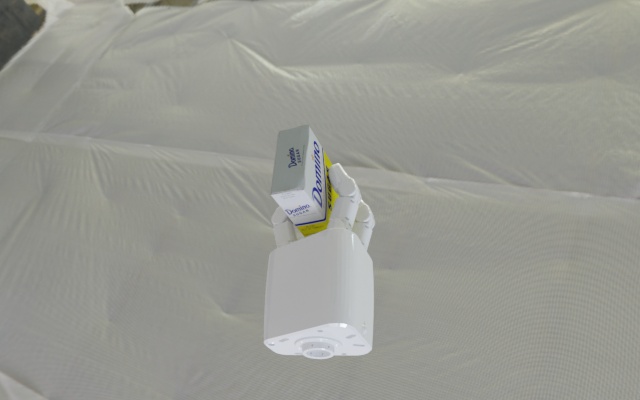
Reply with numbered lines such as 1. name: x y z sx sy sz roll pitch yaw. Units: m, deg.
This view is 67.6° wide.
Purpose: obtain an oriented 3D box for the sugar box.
1. sugar box: 0.001 0.002 0.578 0.048 0.093 0.176 -10 -37 17
